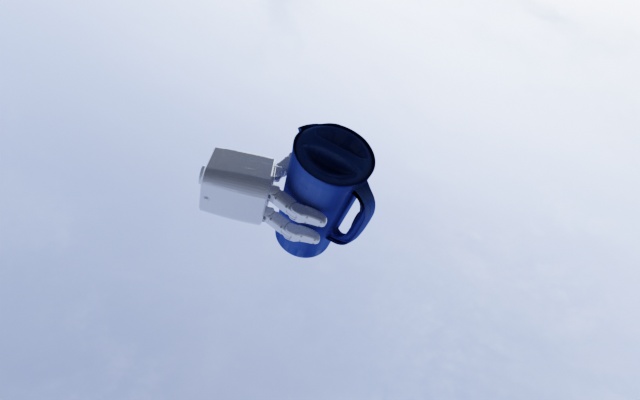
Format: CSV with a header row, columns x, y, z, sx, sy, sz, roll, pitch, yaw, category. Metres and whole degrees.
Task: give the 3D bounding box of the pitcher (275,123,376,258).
x,y,z,sx,sy,sz,roll,pitch,yaw,category
0.000,0.003,0.817,0.145,0.149,0.243,13,-40,-7,pitcher
